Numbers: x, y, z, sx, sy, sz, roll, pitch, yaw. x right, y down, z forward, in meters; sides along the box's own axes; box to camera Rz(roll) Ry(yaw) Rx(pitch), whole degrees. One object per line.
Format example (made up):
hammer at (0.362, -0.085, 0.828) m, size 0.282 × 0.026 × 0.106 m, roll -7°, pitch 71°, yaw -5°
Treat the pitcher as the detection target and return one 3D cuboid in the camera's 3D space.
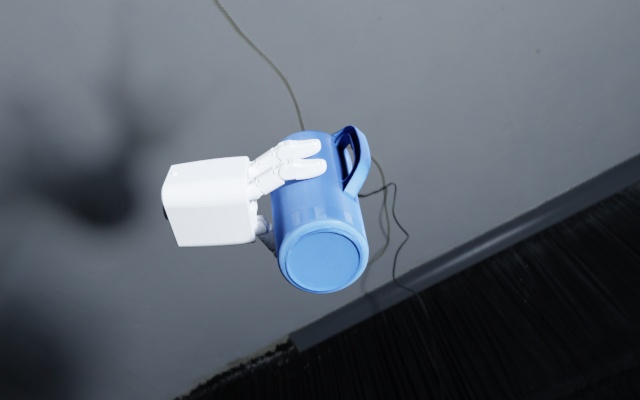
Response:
pitcher at (0.000, 0.002, 0.648) m, size 0.145 × 0.149 × 0.242 m, roll -5°, pitch 31°, yaw -4°
